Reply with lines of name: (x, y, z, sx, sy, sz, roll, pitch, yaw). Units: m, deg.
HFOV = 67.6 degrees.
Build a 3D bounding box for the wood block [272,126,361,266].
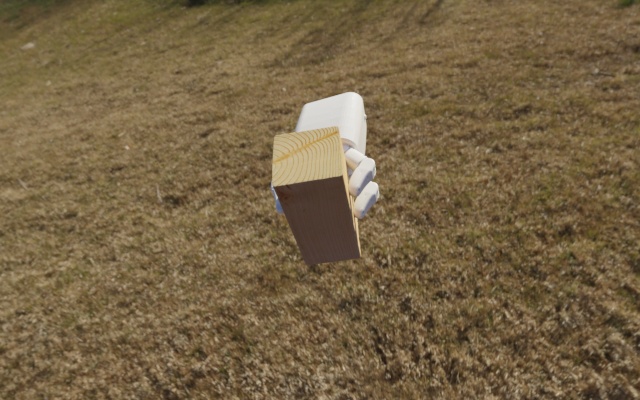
wood block: (0.000, 0.002, 0.689, 0.091, 0.090, 0.206, -8, -37, 7)
